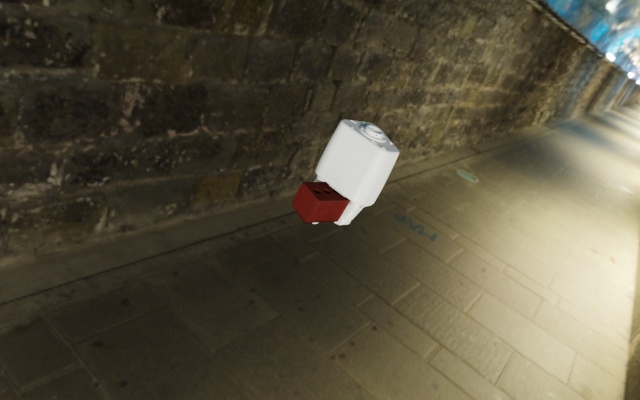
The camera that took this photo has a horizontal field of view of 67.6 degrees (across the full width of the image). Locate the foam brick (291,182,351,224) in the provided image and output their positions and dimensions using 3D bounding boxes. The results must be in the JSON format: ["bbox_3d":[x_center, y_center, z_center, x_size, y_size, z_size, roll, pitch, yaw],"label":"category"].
[{"bbox_3d":[0.000,0.003,0.819,0.078,0.051,0.053,-2,42,-43],"label":"foam brick"}]
